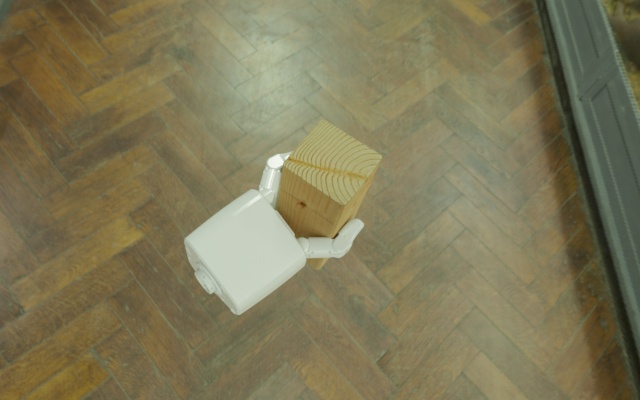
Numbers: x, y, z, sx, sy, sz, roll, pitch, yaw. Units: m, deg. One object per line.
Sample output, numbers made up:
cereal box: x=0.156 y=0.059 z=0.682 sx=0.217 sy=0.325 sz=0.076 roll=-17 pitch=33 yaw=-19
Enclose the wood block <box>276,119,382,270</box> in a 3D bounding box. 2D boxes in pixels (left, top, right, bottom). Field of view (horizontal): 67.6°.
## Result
wood block: x=0.000 y=0.003 z=0.647 sx=0.091 sy=0.090 sz=0.206 roll=34 pitch=-28 yaw=9
